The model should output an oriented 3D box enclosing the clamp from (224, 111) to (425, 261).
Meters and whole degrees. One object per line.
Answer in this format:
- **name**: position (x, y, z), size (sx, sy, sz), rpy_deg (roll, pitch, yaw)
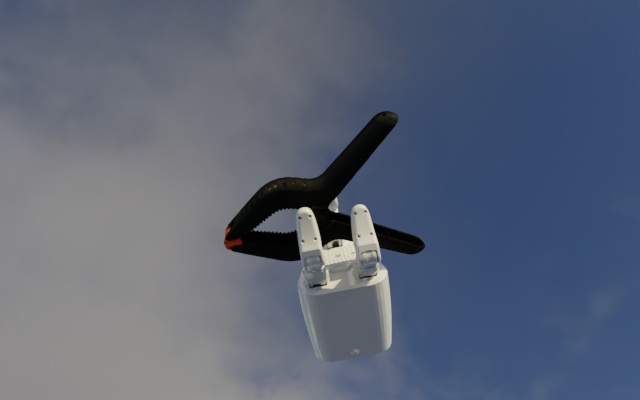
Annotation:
- **clamp**: position (-0.001, 0.002, 0.492), size (0.210, 0.165, 0.036), rpy_deg (-10, 26, -1)
